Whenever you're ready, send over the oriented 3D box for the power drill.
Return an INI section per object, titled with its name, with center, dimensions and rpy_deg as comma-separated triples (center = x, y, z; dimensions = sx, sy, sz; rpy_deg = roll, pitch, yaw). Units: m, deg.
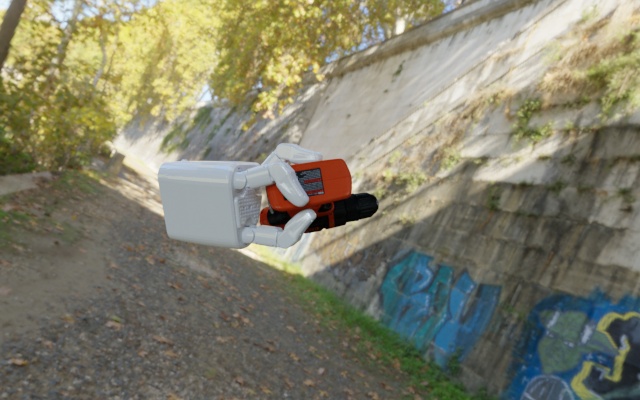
[power drill]
center = 0.000, 0.002, 0.667
dimensions = 0.184, 0.057, 0.188
rpy_deg = -11, -17, -4
